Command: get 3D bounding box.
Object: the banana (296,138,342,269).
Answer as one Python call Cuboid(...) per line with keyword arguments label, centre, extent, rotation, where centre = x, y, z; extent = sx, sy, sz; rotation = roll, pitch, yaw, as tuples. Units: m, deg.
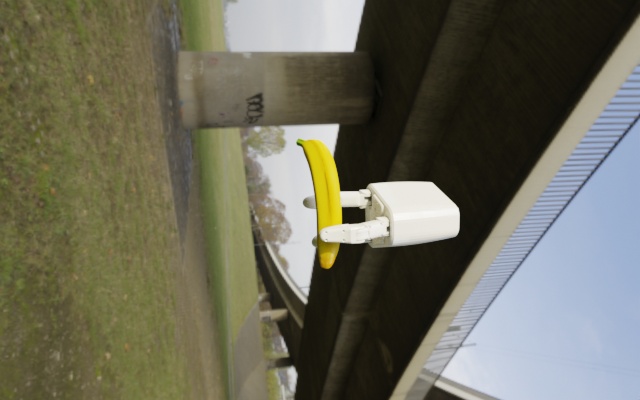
Cuboid(label="banana", centre=(0.004, -0.006, 0.670), extent=(0.037, 0.197, 0.070), rotation=(-6, -13, -17))
